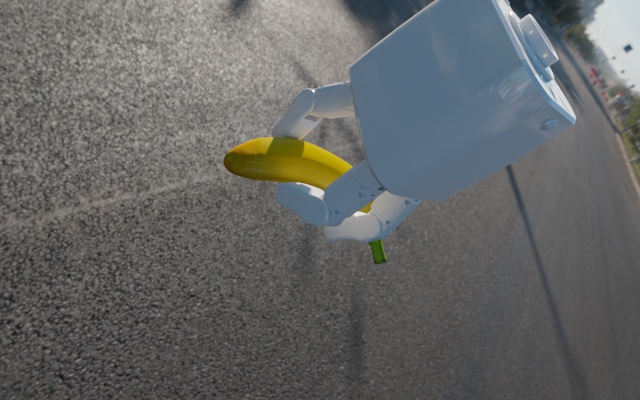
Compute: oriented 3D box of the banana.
[{"bbox_3d":[0.003,-0.012,0.418,0.037,0.069,0.198,-29,-46,34],"label":"banana"}]
